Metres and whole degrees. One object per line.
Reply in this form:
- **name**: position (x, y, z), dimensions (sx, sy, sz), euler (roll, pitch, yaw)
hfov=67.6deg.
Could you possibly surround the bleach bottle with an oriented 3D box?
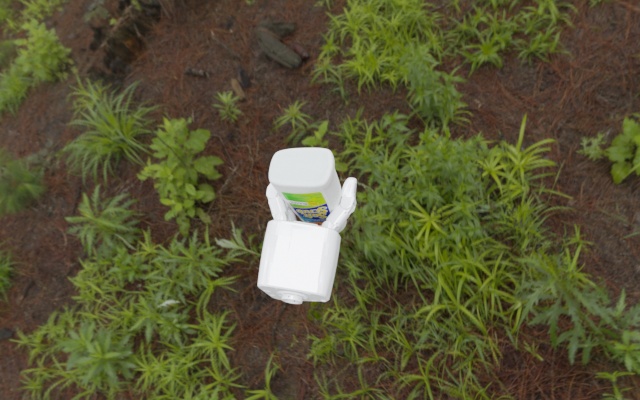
- **bleach bottle**: position (0.000, 0.003, 0.806), dimensions (0.102, 0.068, 0.251), euler (2, -25, 17)
